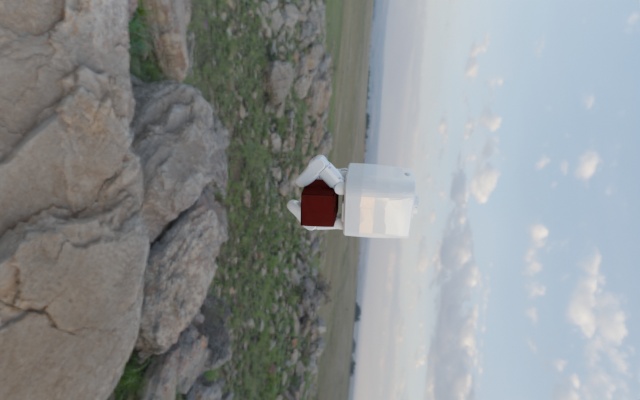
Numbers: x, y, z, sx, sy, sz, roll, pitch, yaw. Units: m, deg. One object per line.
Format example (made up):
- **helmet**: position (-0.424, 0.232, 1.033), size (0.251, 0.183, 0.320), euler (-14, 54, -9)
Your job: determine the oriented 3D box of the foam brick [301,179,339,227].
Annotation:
- **foam brick**: position (0.000, 0.003, 0.748), size (0.051, 0.053, 0.078), euler (4, 22, 7)
